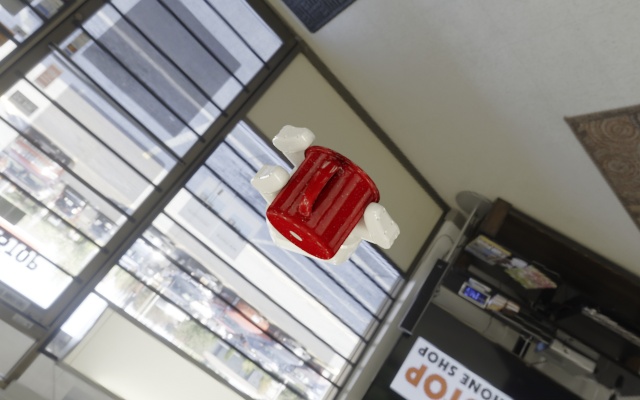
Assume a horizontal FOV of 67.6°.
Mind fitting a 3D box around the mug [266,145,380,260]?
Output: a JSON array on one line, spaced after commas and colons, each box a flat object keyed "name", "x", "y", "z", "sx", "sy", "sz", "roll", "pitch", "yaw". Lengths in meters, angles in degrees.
[{"name": "mug", "x": 0.000, "y": 0.001, "z": 0.468, "sx": 0.093, "sy": 0.081, "sz": 0.117, "roll": 33, "pitch": -18, "yaw": 9}]
